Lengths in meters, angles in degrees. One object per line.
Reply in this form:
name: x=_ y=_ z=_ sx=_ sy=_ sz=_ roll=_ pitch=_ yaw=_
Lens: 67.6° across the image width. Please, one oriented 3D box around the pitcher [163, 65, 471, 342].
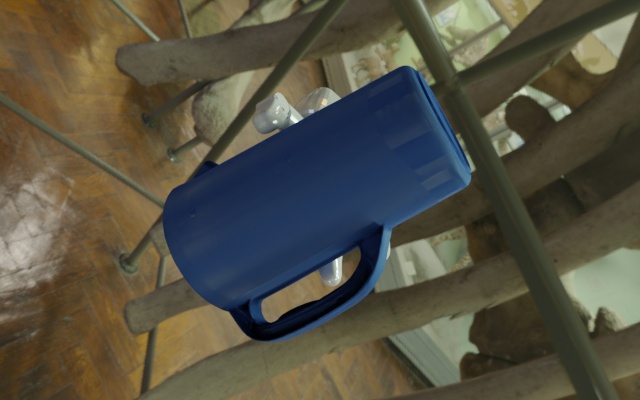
pitcher: x=0.000 y=0.001 z=0.409 sx=0.243 sy=0.149 sz=0.145 roll=-28 pitch=20 yaw=20
